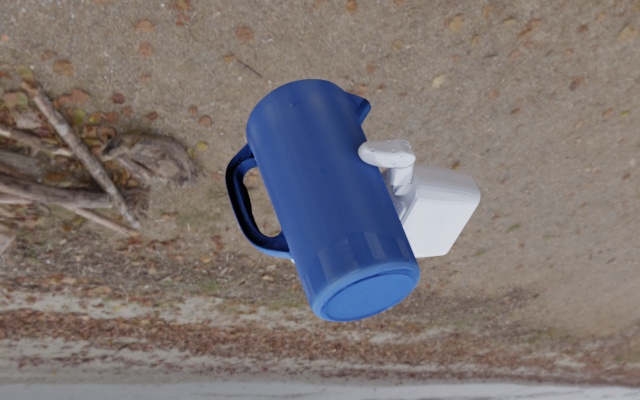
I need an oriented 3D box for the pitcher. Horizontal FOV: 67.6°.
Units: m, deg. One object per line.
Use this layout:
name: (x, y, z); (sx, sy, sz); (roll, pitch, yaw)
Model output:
pitcher: (0.000, 0.002, 0.507); (0.145, 0.242, 0.149); (5, -42, -32)
